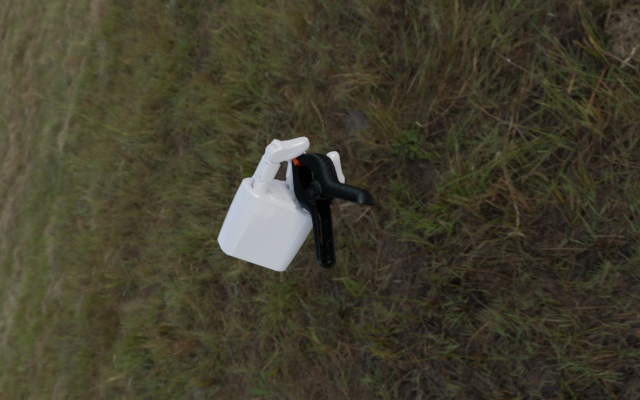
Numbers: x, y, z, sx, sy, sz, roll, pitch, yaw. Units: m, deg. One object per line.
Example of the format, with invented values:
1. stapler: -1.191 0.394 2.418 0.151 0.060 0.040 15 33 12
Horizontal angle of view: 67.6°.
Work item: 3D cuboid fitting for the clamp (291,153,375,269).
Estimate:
1. clamp: 0.000 0.002 0.628 0.039 0.120 0.171 14 24 -36
